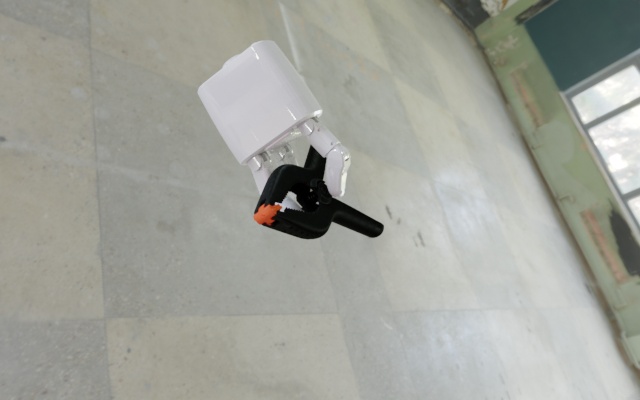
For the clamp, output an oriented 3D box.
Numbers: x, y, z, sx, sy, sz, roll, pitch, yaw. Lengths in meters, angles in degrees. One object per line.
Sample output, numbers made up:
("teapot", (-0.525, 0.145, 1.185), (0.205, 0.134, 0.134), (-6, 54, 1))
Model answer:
("clamp", (0.000, 0.001, 0.580), (0.036, 0.164, 0.210), (-35, 0, 33))
